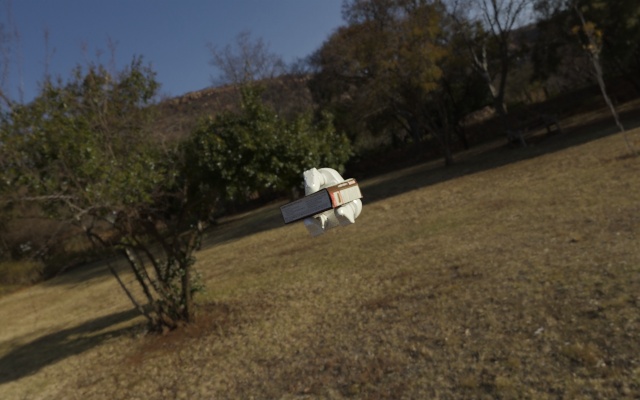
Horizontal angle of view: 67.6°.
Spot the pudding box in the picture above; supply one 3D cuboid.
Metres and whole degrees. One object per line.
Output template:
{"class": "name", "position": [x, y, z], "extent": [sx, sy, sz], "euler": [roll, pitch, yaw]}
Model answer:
{"class": "pudding box", "position": [0.000, 0.002, 0.810], "extent": [0.113, 0.039, 0.090], "euler": [-23, -2, 39]}
